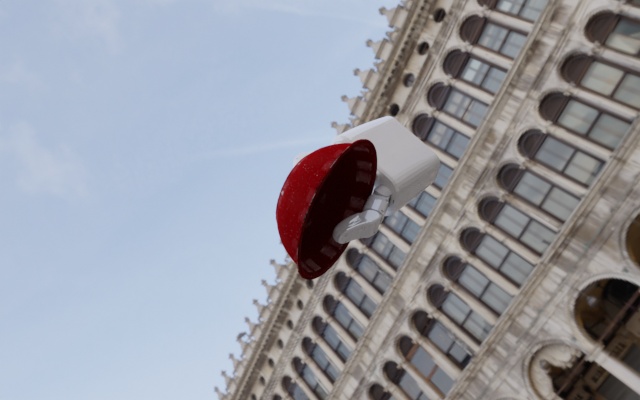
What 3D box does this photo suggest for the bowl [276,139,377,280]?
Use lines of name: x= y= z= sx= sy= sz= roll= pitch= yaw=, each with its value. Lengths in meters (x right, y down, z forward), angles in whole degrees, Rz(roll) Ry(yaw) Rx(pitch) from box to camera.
bowl: x=-0.001 y=0.002 z=0.516 sx=0.055 sy=0.162 sz=0.162 roll=25 pitch=10 yaw=22
